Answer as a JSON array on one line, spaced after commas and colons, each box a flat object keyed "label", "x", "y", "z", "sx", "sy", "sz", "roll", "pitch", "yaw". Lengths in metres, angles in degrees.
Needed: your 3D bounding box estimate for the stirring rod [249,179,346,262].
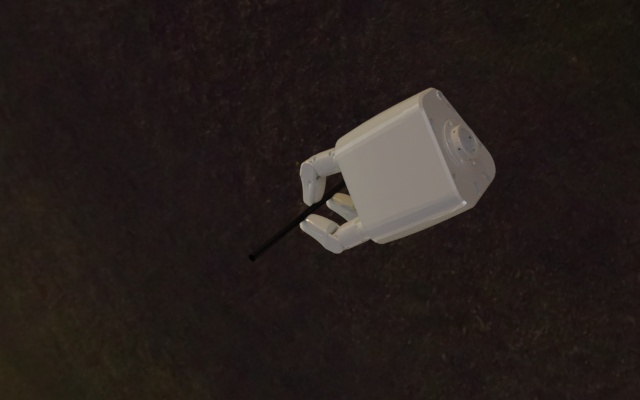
[{"label": "stirring rod", "x": 0.000, "y": 0.002, "z": 0.541, "sx": 0.011, "sy": 0.011, "sz": 0.239, "roll": 0, "pitch": 26, "yaw": 38}]
